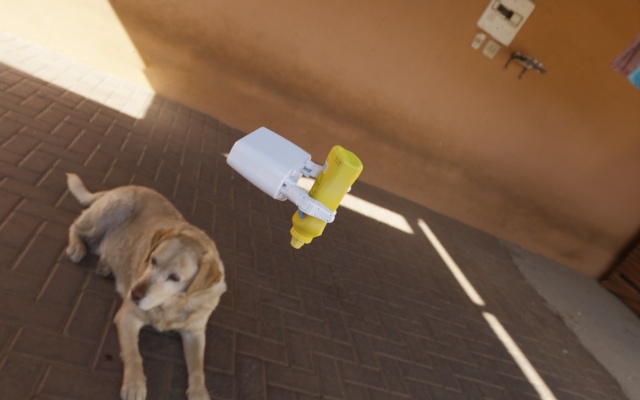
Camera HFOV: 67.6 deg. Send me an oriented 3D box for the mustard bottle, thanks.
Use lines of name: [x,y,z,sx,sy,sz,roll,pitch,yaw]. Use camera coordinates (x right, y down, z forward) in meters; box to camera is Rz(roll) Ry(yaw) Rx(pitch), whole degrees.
mustard bottle: [0.001,0.003,0.828,0.058,0.192,0.096,26,18,-16]
